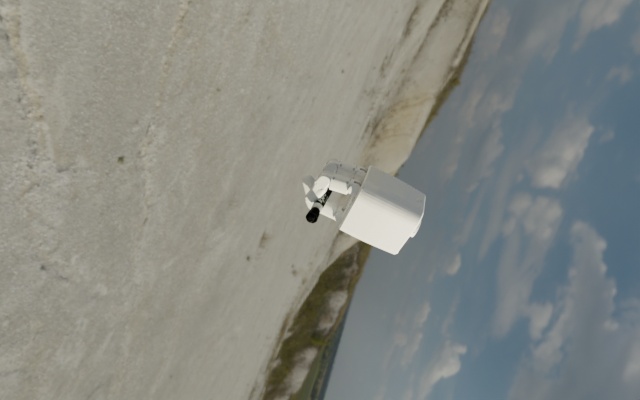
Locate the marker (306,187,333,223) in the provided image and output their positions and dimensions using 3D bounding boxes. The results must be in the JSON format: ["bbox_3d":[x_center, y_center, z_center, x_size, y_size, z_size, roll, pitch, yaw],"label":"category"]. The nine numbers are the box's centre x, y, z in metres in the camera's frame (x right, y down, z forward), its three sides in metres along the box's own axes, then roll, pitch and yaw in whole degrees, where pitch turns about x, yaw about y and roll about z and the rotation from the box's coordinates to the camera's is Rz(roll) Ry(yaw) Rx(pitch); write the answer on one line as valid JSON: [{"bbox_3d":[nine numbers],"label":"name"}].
[{"bbox_3d":[0.000,0.002,0.773,0.020,0.020,0.121,0,26,16],"label":"marker"}]
